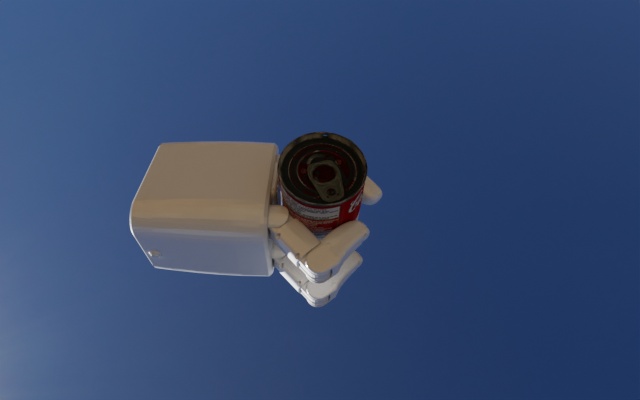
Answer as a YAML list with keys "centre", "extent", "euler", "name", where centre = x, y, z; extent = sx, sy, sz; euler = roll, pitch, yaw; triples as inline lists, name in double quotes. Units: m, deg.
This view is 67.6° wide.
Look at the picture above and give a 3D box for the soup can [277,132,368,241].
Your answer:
- centre: [0.001, 0.001, 0.401]
  extent: [0.068, 0.068, 0.102]
  euler: [0, -32, -2]
  name: "soup can"
